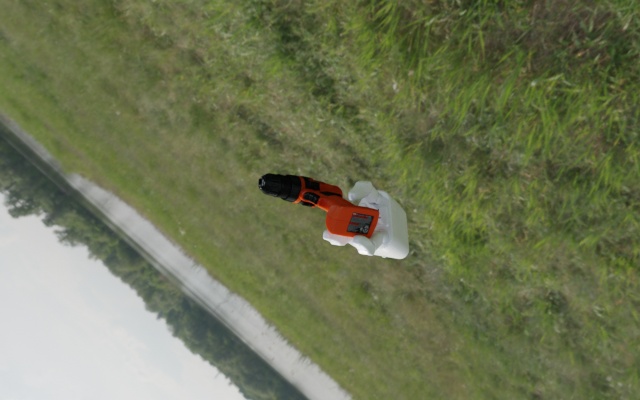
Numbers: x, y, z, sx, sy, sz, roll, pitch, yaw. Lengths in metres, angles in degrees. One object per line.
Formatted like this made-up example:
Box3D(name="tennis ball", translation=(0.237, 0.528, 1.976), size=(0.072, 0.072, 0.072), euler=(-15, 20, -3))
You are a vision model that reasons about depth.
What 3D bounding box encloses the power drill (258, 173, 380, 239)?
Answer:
Box3D(name="power drill", translation=(0.001, 0.003, 0.856), size=(0.184, 0.057, 0.187), euler=(8, 17, -37))
